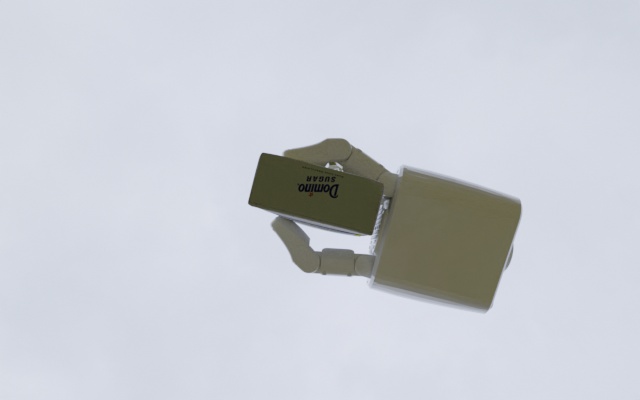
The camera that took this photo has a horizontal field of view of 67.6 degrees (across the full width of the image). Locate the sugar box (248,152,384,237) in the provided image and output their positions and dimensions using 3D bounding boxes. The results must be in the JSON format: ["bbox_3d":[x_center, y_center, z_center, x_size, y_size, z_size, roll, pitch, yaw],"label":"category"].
[{"bbox_3d":[0.000,0.001,0.417,0.093,0.048,0.176,14,-6,2],"label":"sugar box"}]
